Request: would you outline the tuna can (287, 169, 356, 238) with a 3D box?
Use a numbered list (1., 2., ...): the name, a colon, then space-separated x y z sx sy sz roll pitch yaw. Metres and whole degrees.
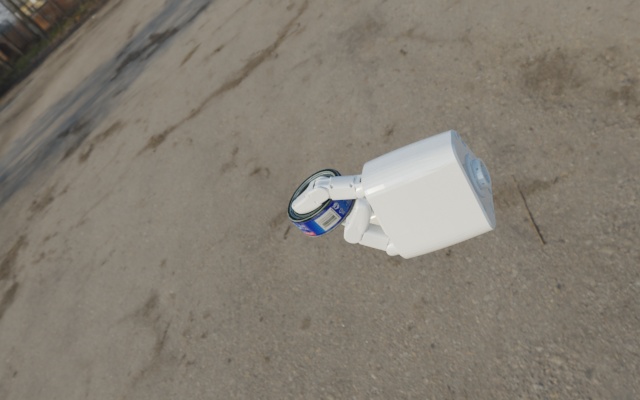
1. tuna can: 0.000 0.002 0.596 0.086 0.086 0.034 0 -37 51
